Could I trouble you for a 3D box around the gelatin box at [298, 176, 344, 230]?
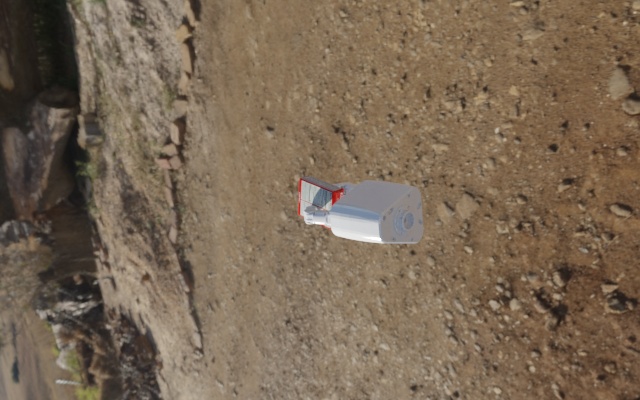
[{"bbox_3d":[0.000,0.003,0.857,0.089,0.073,0.030,22,30,39],"label":"gelatin box"}]
